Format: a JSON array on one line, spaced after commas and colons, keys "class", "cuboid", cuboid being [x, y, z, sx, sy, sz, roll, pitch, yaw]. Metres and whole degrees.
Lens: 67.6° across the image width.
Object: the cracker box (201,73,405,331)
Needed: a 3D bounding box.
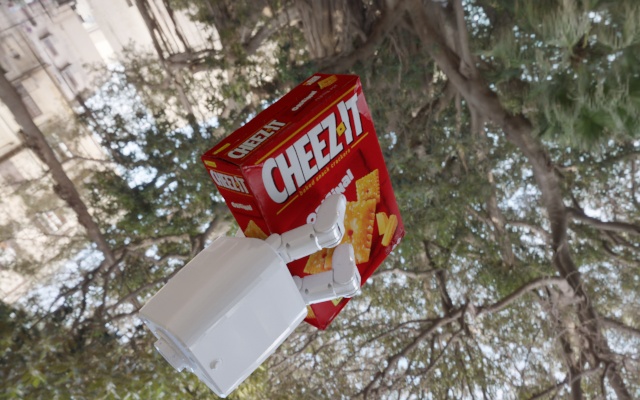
[{"class": "cracker box", "cuboid": [0.000, 0.002, 0.499, 0.072, 0.214, 0.164, 16, 48, 43]}]
